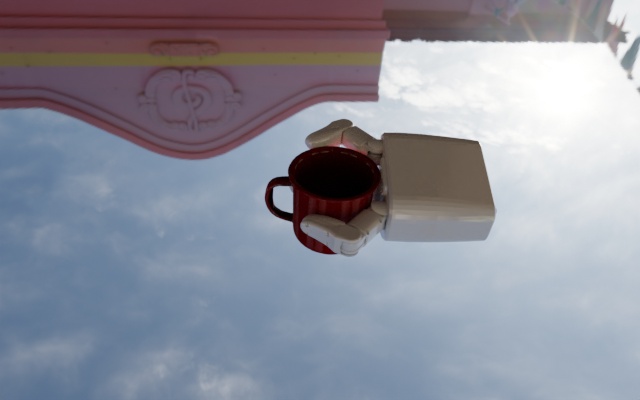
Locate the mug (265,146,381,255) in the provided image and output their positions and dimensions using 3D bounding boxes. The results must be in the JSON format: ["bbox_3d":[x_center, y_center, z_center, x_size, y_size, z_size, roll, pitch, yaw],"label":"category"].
[{"bbox_3d":[-0.001,0.002,0.500,0.117,0.082,0.093,2,40,-2],"label":"mug"}]
